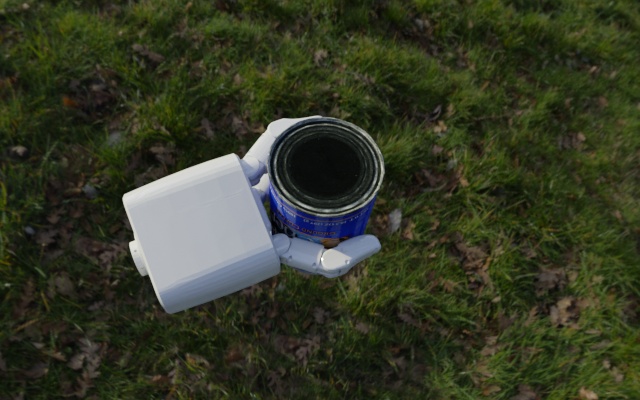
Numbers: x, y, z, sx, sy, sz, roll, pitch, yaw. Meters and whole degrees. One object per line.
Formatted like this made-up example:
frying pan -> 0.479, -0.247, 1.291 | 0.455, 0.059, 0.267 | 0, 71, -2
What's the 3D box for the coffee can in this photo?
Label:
coffee can -> 0.000, 0.002, 0.472 | 0.103, 0.102, 0.140 | 0, -28, -5
